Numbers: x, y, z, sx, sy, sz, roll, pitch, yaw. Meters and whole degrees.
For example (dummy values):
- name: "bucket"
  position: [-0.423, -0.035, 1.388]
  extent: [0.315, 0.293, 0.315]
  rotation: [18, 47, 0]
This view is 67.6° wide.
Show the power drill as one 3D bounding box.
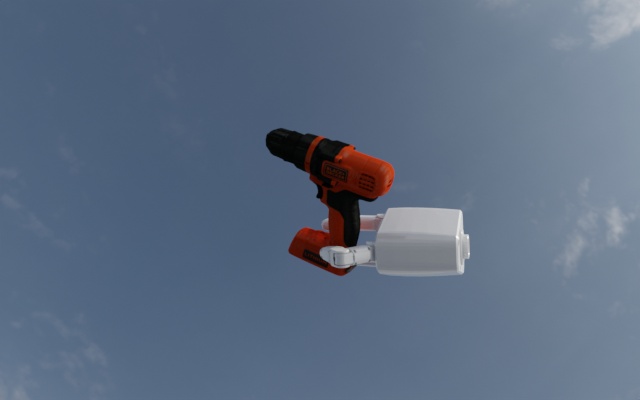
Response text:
- name: "power drill"
  position: [0.000, 0.003, 0.662]
  extent: [0.184, 0.188, 0.057]
  rotation: [23, 38, 22]
